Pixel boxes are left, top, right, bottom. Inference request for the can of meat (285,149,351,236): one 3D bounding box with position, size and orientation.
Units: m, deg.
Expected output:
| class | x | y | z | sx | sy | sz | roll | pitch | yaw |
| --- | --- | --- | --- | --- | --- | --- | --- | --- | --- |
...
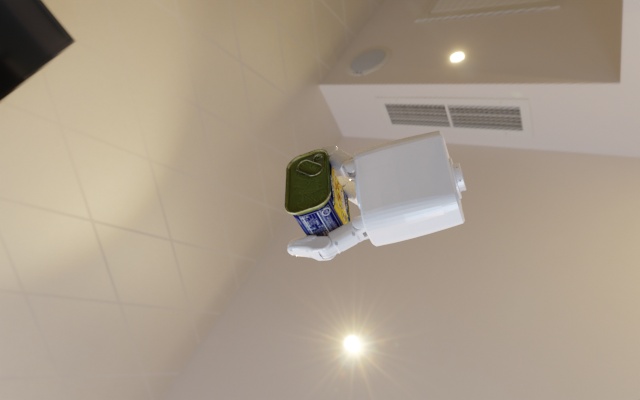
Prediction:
| class | x | y | z | sx | sy | sz | roll | pitch | yaw |
| --- | --- | --- | --- | --- | --- | --- | --- | --- | --- |
| can of meat | 0.000 | 0.002 | 0.592 | 0.057 | 0.102 | 0.084 | -18 | -48 | 15 |
